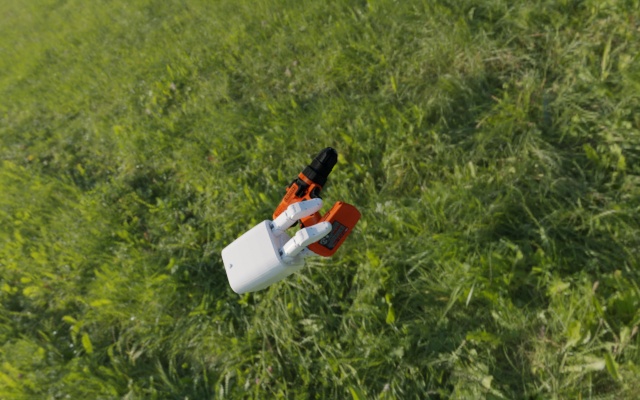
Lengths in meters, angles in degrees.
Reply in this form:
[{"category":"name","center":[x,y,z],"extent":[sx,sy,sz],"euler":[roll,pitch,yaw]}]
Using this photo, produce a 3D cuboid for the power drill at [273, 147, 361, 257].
[{"category":"power drill","center":[0.000,0.003,0.880],"extent":[0.057,0.184,0.187],"euler":[29,10,-32]}]
